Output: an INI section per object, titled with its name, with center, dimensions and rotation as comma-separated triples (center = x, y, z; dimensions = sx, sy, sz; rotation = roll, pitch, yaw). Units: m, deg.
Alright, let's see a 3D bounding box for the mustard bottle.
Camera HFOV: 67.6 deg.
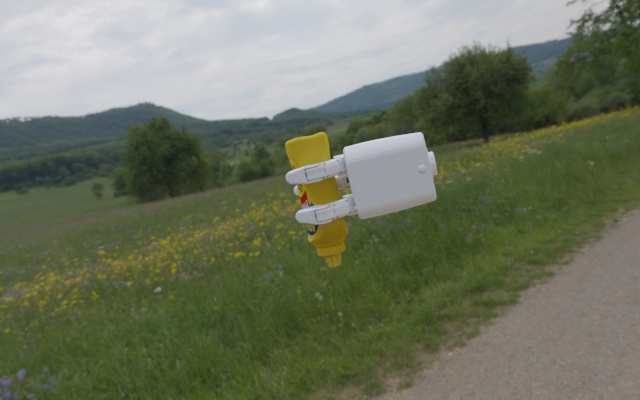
[mustard bottle]
center = 0.000, 0.002, 0.684
dimensions = 0.058, 0.191, 0.096
rotation = -15, 6, -15
